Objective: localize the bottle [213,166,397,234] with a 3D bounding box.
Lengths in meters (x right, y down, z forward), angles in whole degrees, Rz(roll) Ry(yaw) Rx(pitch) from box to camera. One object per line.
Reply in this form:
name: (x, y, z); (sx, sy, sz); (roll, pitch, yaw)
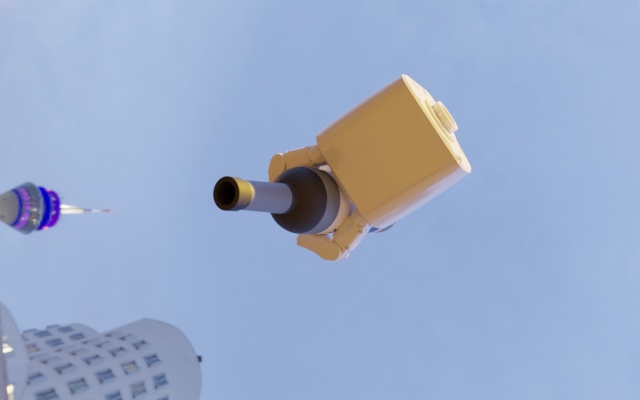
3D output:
bottle: (0.000, 0.002, 0.498); (0.069, 0.069, 0.296); (0, -3, 30)
